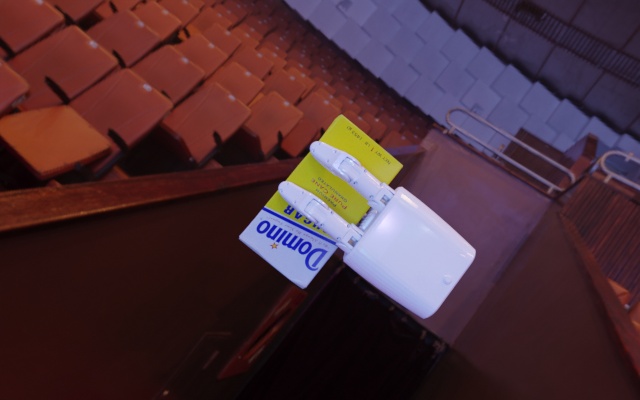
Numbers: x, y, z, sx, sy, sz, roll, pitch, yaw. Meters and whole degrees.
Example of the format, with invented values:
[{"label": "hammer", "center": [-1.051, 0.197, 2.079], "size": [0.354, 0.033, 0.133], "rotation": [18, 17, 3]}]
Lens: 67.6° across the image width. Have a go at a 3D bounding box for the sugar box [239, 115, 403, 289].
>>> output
[{"label": "sugar box", "center": [0.000, 0.002, 0.534], "size": [0.093, 0.176, 0.048], "rotation": [39, -7, -3]}]
